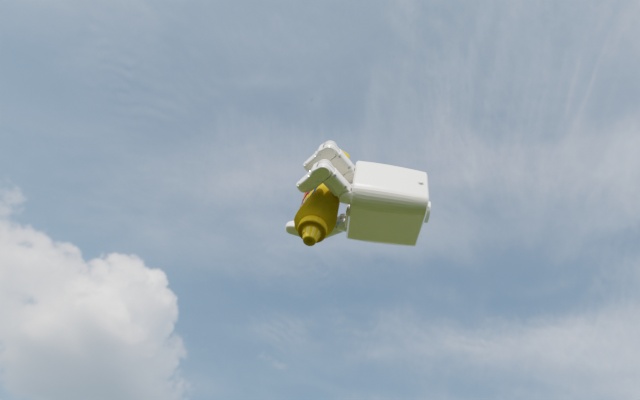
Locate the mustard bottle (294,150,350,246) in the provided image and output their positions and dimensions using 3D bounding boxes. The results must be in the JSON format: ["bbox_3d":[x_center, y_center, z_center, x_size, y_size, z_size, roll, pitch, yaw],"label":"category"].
[{"bbox_3d":[0.000,0.002,0.715,0.058,0.096,0.191,28,34,-9],"label":"mustard bottle"}]
